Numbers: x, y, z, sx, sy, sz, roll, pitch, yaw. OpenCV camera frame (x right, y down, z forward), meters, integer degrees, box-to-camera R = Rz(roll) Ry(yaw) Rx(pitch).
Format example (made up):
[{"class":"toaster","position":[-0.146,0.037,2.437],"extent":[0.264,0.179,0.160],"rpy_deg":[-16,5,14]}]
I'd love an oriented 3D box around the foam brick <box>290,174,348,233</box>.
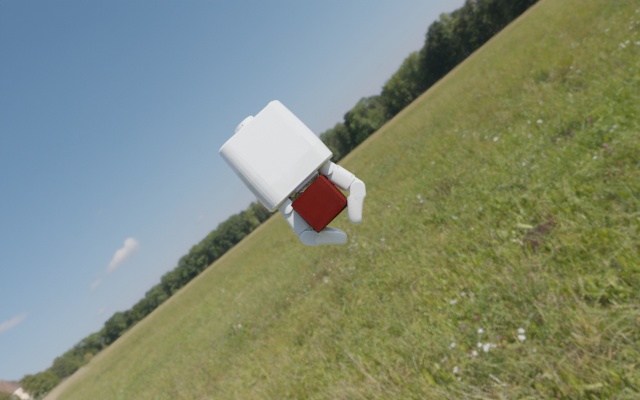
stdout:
[{"class":"foam brick","position":[0.000,0.002,0.620],"extent":[0.053,0.051,0.078],"rpy_deg":[-44,1,6]}]
